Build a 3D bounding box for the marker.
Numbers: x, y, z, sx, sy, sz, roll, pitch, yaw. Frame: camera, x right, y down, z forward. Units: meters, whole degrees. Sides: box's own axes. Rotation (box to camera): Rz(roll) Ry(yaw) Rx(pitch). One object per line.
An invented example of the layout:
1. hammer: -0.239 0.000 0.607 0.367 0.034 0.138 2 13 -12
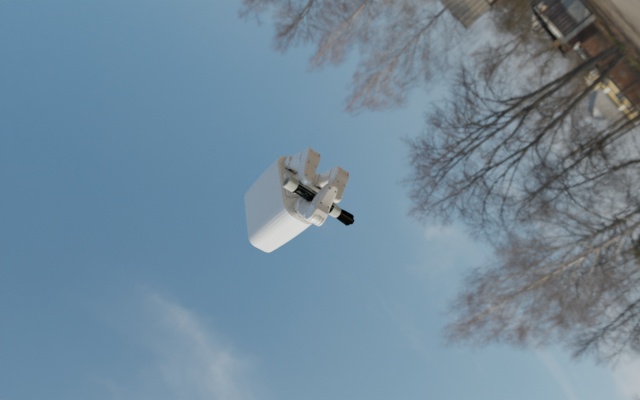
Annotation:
1. marker: 0.000 0.002 0.671 0.121 0.020 0.020 32 -15 -25
